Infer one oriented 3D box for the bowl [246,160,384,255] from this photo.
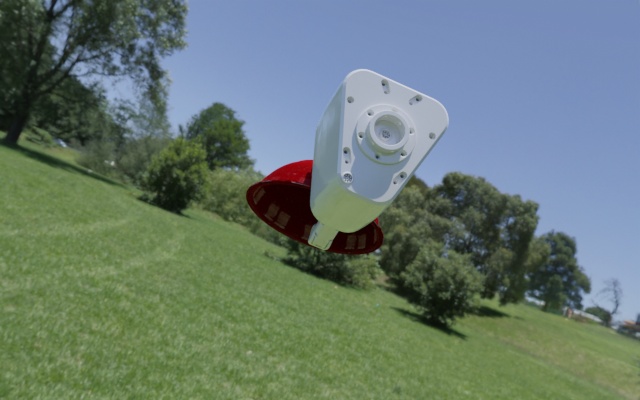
[{"bbox_3d":[0.000,0.002,0.546,0.162,0.055,0.162,17,-26,8],"label":"bowl"}]
